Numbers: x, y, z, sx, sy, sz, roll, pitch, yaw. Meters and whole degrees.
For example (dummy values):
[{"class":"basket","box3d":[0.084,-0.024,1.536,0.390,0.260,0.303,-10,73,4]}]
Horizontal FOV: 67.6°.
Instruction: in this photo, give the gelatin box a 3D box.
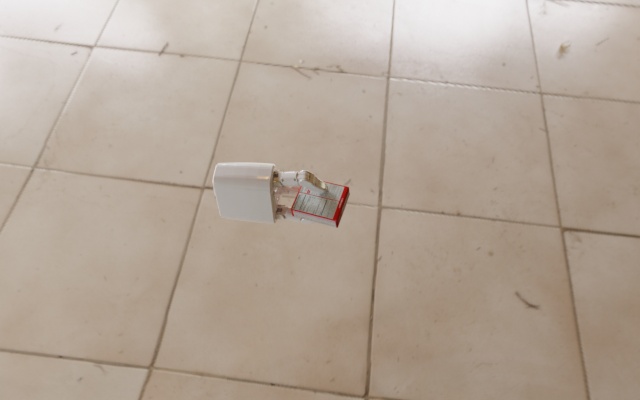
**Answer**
[{"class":"gelatin box","box3d":[0.000,0.003,0.856,0.089,0.073,0.030,13,-28,16]}]
